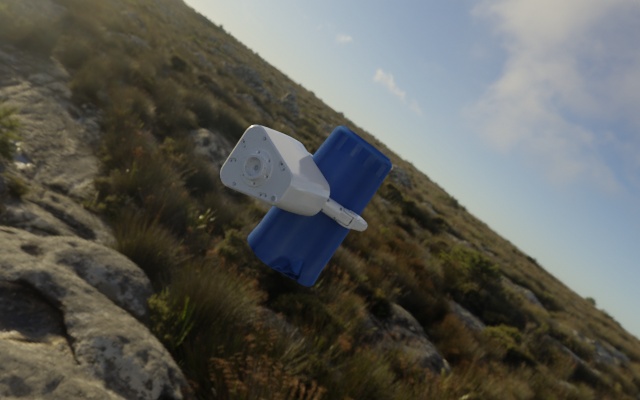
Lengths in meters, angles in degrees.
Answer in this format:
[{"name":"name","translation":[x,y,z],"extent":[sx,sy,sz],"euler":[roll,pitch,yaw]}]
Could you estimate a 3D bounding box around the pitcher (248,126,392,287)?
[{"name":"pitcher","translation":[0.000,0.003,0.773],"extent":[0.149,0.243,0.145],"euler":[41,11,26]}]
